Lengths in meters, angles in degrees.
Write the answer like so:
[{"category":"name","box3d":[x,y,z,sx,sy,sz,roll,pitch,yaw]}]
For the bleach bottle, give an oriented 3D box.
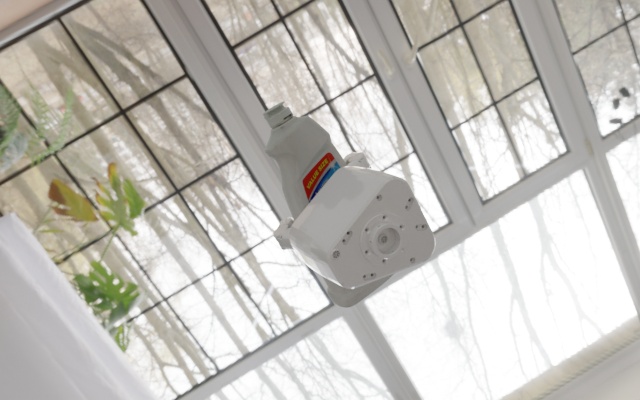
[{"category":"bleach bottle","box3d":[0.000,0.002,0.580,0.102,0.251,0.068,-35,18,-14]}]
